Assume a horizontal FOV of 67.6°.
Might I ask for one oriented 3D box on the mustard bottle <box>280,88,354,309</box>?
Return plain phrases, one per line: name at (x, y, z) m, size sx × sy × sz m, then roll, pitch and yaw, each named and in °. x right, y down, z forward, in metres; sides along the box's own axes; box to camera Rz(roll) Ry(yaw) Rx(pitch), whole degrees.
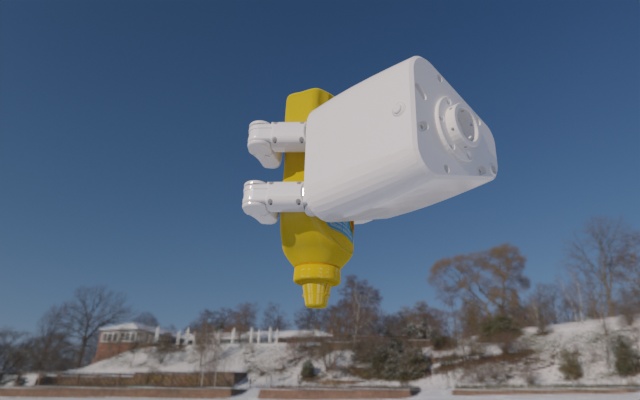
mustard bottle at (0.000, 0.001, 0.439) m, size 0.058 × 0.191 × 0.096 m, roll -8°, pitch -24°, yaw 23°
